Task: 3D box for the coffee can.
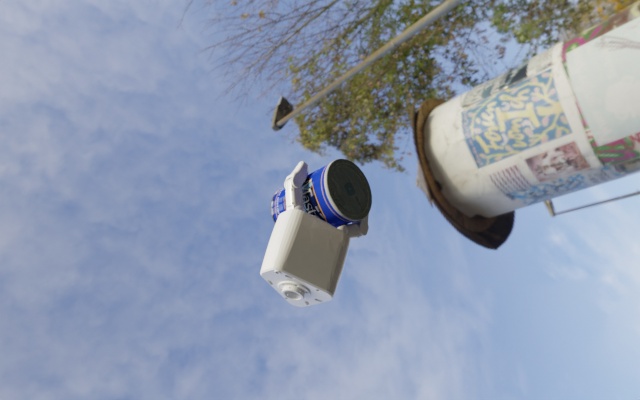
[{"bbox_3d":[0.000,0.002,0.797,0.103,0.102,0.140,0,-18,-45],"label":"coffee can"}]
